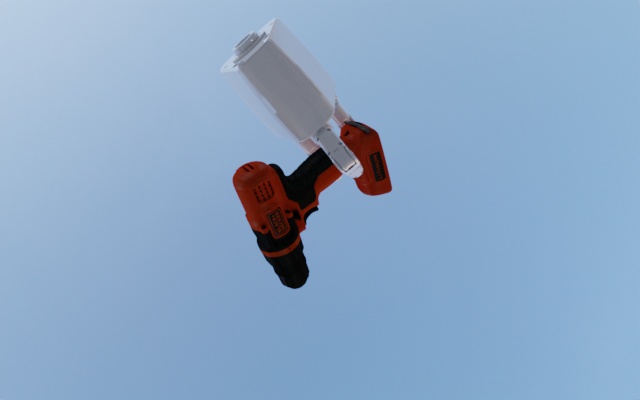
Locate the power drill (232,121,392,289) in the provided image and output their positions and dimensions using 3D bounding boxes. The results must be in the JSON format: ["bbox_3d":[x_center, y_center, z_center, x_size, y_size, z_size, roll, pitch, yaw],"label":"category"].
[{"bbox_3d":[0.000,0.001,0.589,0.187,0.185,0.057,-34,38,-20],"label":"power drill"}]
